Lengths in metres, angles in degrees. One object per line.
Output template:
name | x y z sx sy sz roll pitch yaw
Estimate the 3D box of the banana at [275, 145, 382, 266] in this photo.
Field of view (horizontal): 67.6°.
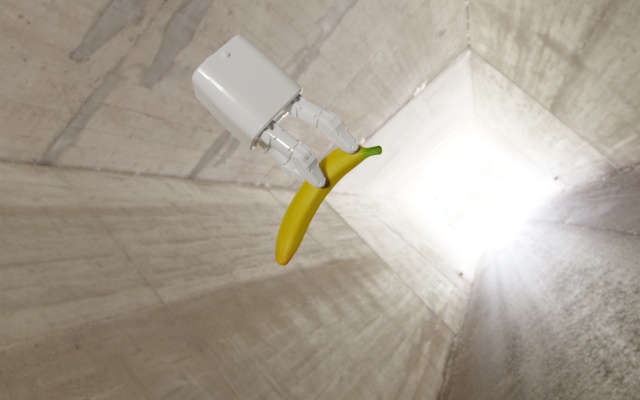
banana | -0.004 -0.006 0.624 0.037 0.198 0.069 39 0 -28
